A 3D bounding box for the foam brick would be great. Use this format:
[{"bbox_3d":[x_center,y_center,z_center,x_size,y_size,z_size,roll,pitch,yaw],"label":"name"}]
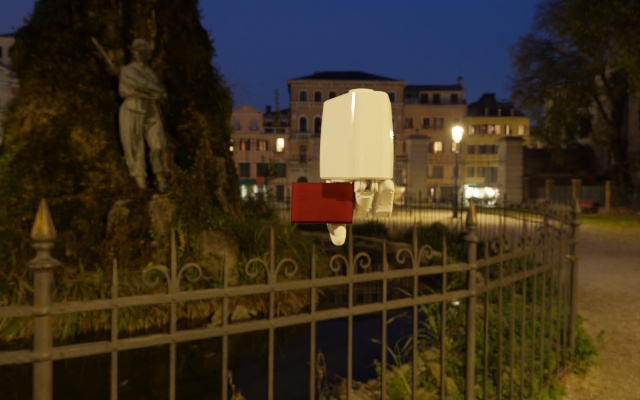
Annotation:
[{"bbox_3d":[0.000,0.002,0.612,0.078,0.051,0.053,0,4,-6],"label":"foam brick"}]
